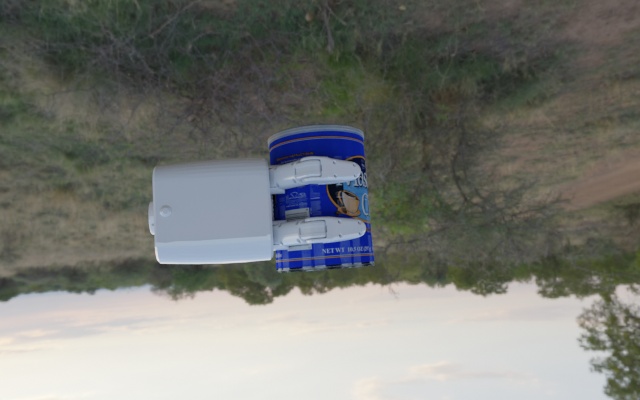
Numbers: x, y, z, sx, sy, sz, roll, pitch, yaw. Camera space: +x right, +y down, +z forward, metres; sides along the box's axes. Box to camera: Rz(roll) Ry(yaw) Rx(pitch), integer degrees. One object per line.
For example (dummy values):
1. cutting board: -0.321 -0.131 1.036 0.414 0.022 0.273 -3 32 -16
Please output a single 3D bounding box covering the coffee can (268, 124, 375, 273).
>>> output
1. coffee can: 0.000 0.001 0.502 0.103 0.140 0.103 -4 -7 -1
